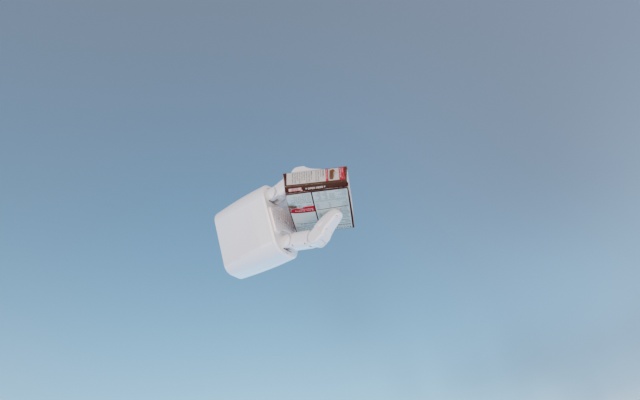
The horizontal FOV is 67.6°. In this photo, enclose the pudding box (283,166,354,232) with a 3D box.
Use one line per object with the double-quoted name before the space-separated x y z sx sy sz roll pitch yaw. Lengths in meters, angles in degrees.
"pudding box" 0.000 0.002 0.682 0.090 0.039 0.114 -7 -32 4
